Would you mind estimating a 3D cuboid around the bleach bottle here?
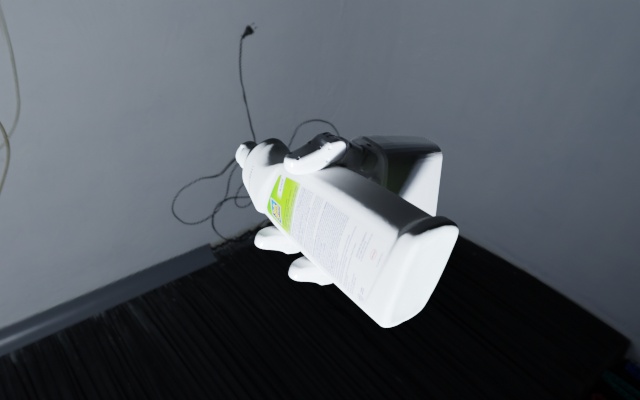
[{"bbox_3d":[0.000,0.002,0.450,0.068,0.103,0.250,-10,37,-42],"label":"bleach bottle"}]
